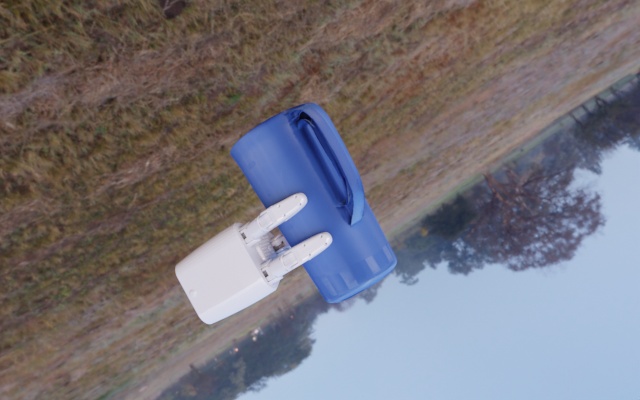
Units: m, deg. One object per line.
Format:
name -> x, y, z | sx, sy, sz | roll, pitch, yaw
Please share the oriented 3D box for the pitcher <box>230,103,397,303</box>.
pitcher -> 0.000, 0.002, 0.618 | 0.145, 0.243, 0.149 | -31, -4, 12
